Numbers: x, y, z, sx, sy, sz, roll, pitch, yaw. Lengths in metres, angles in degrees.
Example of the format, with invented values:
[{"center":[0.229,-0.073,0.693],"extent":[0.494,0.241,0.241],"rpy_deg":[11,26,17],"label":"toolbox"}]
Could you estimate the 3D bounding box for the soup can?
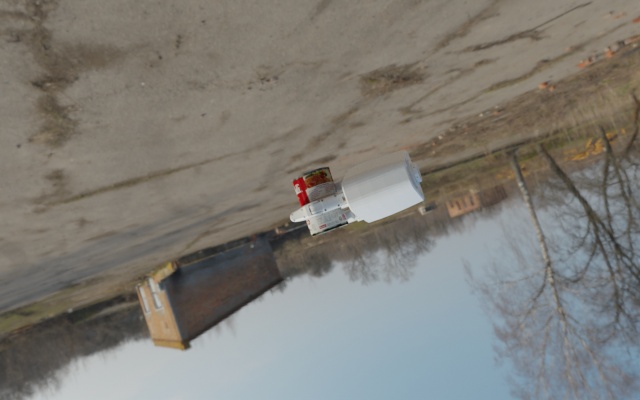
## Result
[{"center":[0.000,0.003,0.805],"extent":[0.068,0.102,0.068],"rpy_deg":[-20,-4,-2],"label":"soup can"}]
